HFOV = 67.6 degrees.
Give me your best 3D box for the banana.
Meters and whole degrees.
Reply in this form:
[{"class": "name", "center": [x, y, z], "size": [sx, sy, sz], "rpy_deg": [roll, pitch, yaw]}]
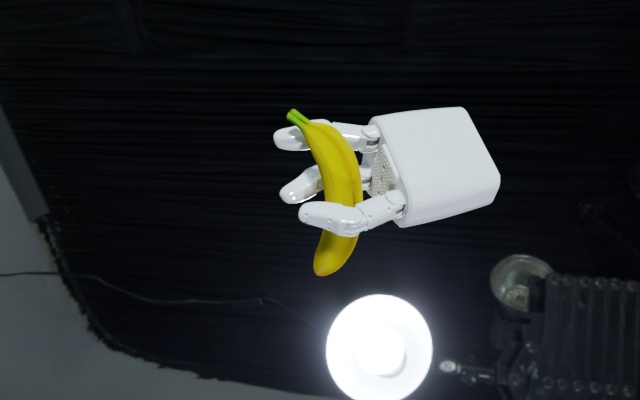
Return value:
[{"class": "banana", "center": [0.013, 0.004, 0.486], "size": [0.069, 0.198, 0.037], "rpy_deg": [21, 39, 41]}]
